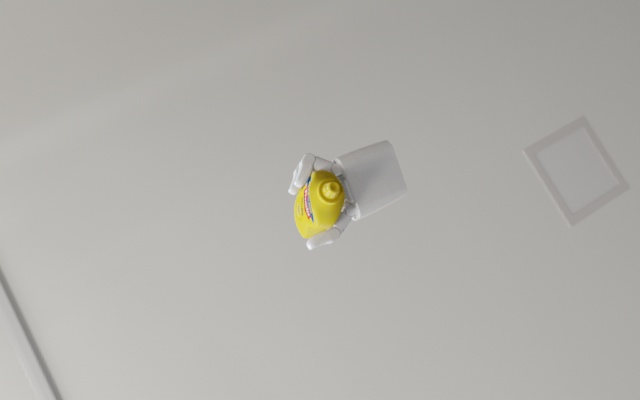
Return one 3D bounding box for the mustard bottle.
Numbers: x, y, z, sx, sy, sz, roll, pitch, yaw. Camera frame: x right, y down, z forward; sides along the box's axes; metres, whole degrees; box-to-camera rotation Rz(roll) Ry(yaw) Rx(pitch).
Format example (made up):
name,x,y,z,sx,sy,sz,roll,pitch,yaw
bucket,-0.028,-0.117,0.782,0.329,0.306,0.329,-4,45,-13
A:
name,x,y,z,sx,sy,sz,roll,pitch,yaw
mustard bottle,0.000,0.003,0.801,0.058,0.096,0.192,2,-14,-13
